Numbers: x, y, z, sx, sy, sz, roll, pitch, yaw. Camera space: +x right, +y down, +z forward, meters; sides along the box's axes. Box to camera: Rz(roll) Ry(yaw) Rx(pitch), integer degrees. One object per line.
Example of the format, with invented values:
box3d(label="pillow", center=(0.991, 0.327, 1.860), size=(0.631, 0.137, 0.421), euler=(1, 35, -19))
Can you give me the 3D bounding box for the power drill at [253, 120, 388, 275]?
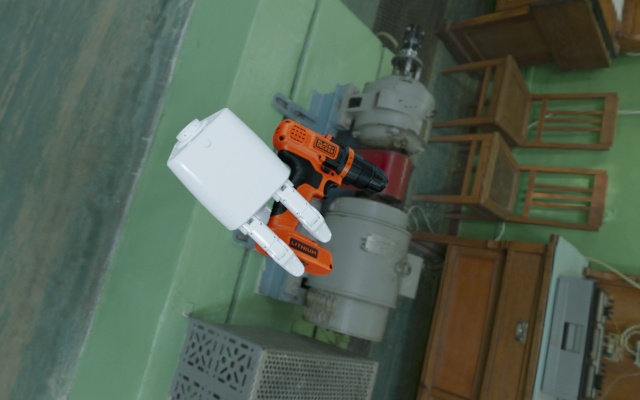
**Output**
box3d(label="power drill", center=(0.000, 0.002, 0.654), size=(0.184, 0.187, 0.057), euler=(24, -24, -19))
